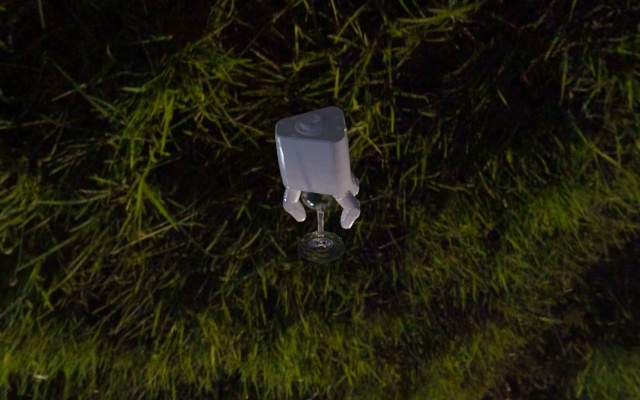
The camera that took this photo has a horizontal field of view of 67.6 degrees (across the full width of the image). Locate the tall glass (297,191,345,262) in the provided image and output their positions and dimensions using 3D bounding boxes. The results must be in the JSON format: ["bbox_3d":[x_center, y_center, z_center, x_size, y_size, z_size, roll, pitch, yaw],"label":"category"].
[{"bbox_3d":[0.000,0.003,0.813,0.079,0.200,0.079,0,-45,0],"label":"tall glass"}]
